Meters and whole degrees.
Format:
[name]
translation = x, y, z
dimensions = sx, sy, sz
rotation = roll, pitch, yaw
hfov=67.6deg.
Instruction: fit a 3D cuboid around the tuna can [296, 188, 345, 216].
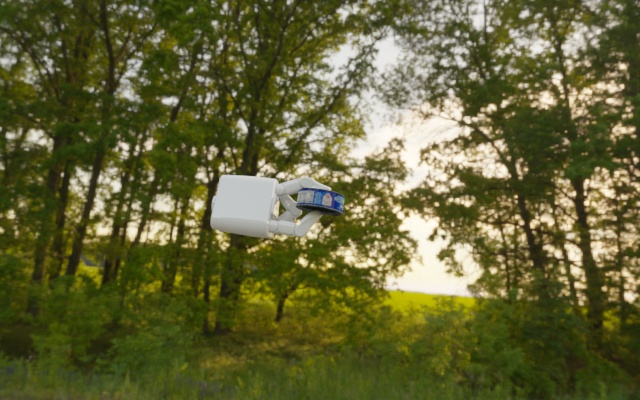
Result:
[tuna can]
translation = 0.000, 0.002, 0.863
dimensions = 0.086, 0.033, 0.086
rotation = 9, -10, 2
